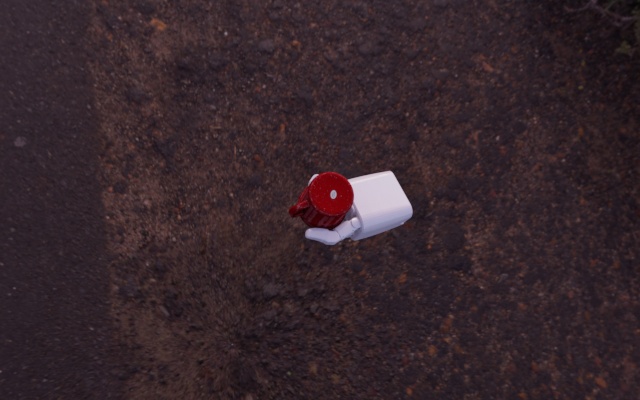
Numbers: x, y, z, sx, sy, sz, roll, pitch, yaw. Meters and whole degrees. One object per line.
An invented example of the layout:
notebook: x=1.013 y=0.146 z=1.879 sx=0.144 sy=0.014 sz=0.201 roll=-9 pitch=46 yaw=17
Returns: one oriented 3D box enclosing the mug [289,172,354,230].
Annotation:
mug: x=-0.001 y=0.003 z=0.838 sx=0.117 sy=0.093 sz=0.081 roll=-15 pitch=-13 yaw=-16
